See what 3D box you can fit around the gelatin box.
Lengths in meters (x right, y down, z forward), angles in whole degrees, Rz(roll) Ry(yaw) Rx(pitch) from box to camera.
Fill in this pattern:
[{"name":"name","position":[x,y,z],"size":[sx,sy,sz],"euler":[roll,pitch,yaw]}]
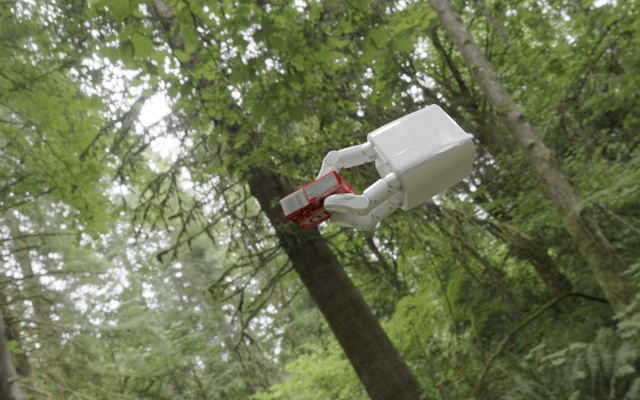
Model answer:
[{"name":"gelatin box","position":[0.000,0.002,0.651],"size":[0.089,0.030,0.073],"euler":[-29,-26,11]}]
